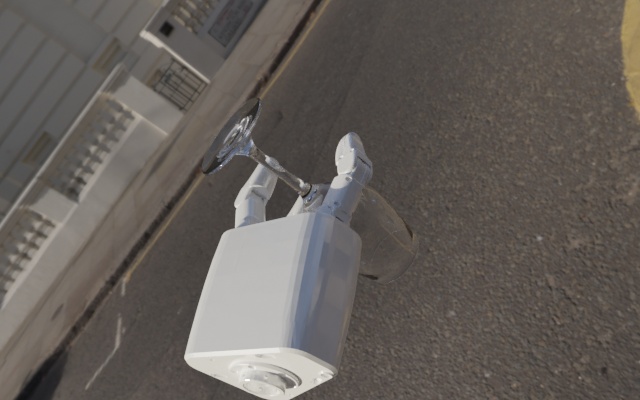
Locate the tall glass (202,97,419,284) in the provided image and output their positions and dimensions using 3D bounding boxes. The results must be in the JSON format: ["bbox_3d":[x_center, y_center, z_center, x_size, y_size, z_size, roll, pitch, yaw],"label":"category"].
[{"bbox_3d":[0.000,0.001,0.421,0.201,0.079,0.079,36,-19,-27],"label":"tall glass"}]
